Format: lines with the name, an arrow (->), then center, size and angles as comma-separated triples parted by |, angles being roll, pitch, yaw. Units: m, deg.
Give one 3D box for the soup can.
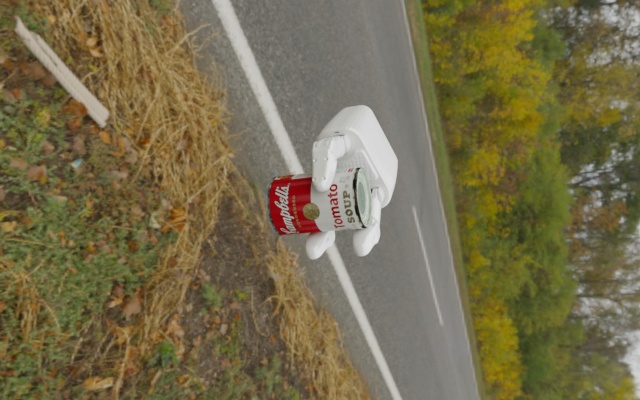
soup can -> 0.000, 0.002, 0.527 | 0.102, 0.068, 0.068 | -6, -2, 19
